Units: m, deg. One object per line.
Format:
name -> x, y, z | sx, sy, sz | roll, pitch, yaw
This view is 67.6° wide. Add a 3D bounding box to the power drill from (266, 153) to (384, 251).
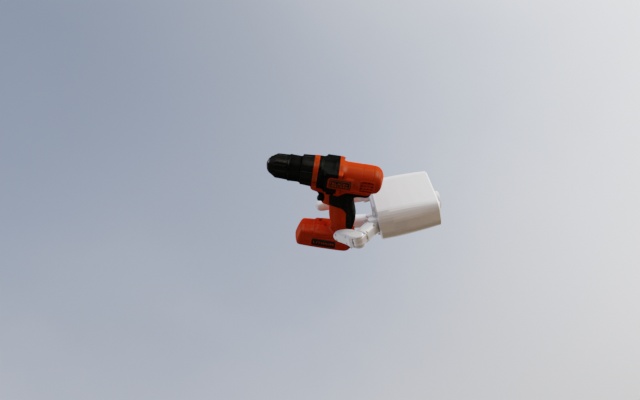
power drill -> 0.000, 0.003, 0.799 | 0.184, 0.057, 0.188 | 9, -42, 1
